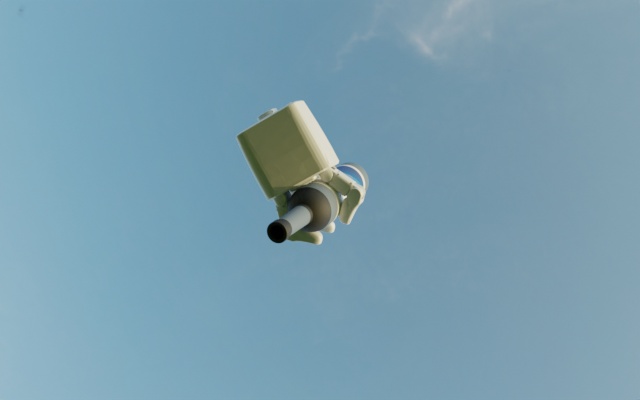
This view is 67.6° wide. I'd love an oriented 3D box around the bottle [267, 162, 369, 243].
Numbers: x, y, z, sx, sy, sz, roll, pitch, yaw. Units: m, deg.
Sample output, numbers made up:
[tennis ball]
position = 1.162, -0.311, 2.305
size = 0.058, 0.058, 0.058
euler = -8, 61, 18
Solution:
[bottle]
position = 0.000, 0.002, 0.700
size = 0.069, 0.069, 0.295
euler = 0, 14, 22
